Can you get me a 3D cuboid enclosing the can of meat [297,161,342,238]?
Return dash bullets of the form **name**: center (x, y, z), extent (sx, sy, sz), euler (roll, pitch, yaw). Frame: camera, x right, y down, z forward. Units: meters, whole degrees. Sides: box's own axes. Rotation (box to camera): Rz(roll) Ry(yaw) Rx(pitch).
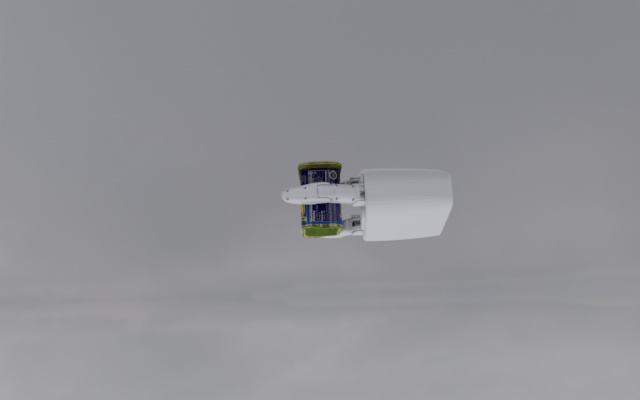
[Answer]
- **can of meat**: center (0.000, 0.002, 0.633), extent (0.057, 0.084, 0.102), euler (-2, -11, -1)
